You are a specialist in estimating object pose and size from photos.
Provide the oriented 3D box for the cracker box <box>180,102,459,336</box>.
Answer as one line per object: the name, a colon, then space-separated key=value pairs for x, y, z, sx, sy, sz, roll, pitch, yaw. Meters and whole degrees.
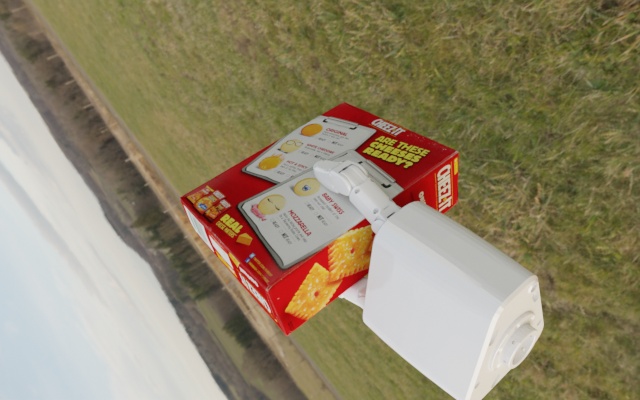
cracker box: x=0.000 y=0.001 z=0.461 sx=0.213 sy=0.072 sz=0.164 roll=-33 pitch=43 yaw=-22
